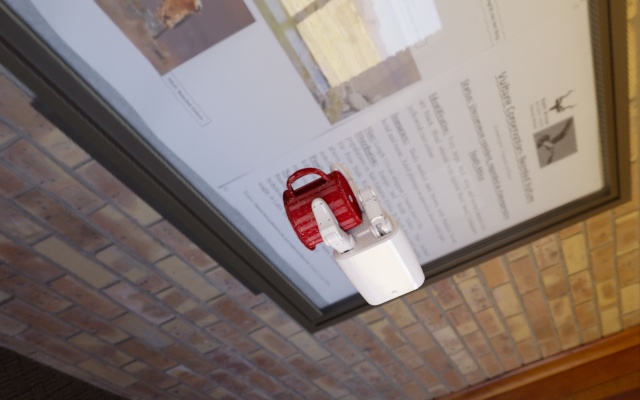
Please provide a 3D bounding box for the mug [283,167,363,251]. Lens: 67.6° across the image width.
[{"bbox_3d":[0.000,0.001,0.649,0.081,0.117,0.093,-25,32,12],"label":"mug"}]
